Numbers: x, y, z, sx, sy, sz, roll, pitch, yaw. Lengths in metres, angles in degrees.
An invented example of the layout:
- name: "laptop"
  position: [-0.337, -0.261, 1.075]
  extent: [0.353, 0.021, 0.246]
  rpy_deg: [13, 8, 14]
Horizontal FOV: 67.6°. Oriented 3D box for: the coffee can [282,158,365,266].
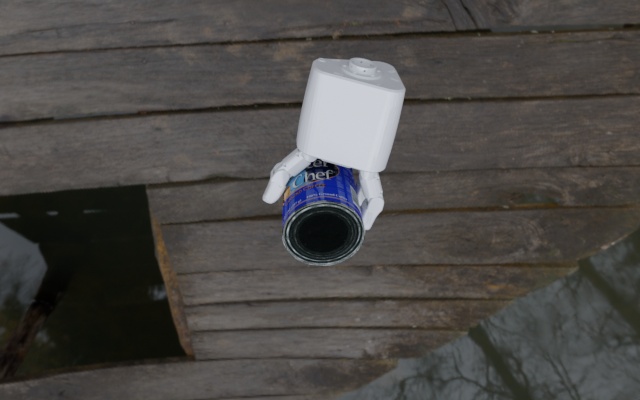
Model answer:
- name: "coffee can"
  position: [0.000, 0.002, 0.639]
  extent: [0.103, 0.103, 0.140]
  rpy_deg: [0, 36, -4]
